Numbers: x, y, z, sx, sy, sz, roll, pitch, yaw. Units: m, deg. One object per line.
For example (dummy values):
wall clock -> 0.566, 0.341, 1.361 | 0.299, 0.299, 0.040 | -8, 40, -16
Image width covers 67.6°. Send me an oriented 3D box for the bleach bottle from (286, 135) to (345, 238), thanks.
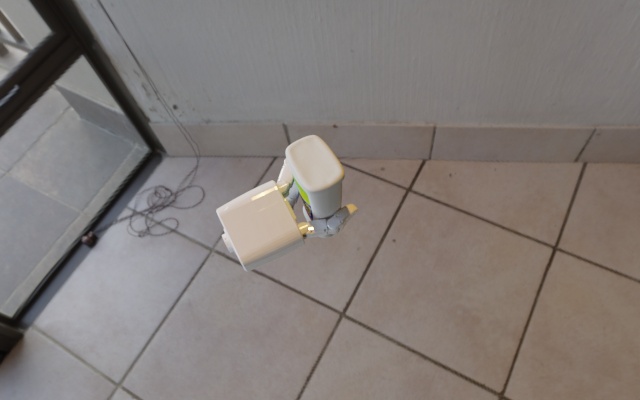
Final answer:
bleach bottle -> 0.000, 0.003, 0.808 | 0.068, 0.102, 0.251 | -27, -29, -9
